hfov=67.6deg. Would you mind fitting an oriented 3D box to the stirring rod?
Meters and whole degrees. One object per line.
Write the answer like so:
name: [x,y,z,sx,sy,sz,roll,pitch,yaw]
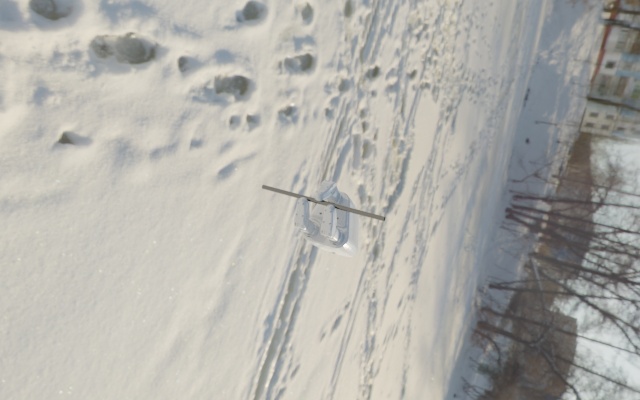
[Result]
stirring rod: [0.000,0.003,0.849,0.239,0.011,0.011,15,6,22]
